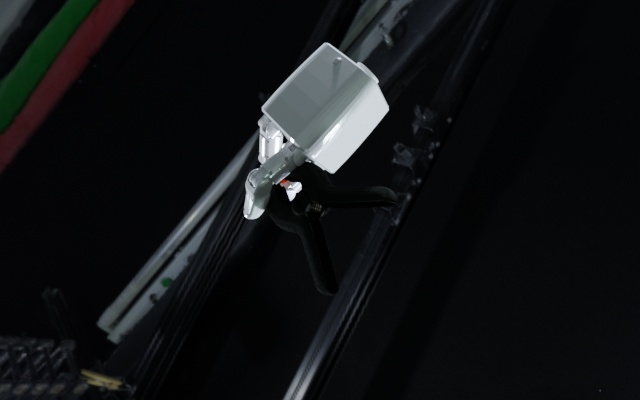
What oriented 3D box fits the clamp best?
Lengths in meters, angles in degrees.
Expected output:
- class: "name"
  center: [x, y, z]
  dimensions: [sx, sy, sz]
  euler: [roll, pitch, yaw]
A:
- class: "clamp"
  center: [0.000, 0.002, 0.504]
  dimensions: [0.171, 0.120, 0.039]
  euler: [48, 7, 34]
